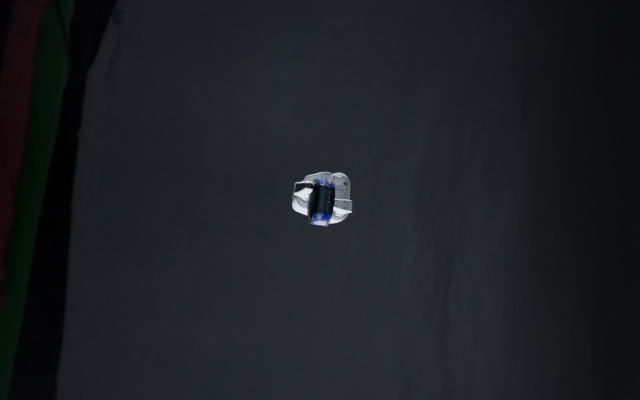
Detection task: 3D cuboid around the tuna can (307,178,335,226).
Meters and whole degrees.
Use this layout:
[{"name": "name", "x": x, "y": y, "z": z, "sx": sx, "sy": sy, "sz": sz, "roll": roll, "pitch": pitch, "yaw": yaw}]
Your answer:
[{"name": "tuna can", "x": 0.000, "y": 0.003, "z": 0.876, "sx": 0.034, "sy": 0.086, "sz": 0.086, "roll": 7, "pitch": -2, "yaw": -12}]
